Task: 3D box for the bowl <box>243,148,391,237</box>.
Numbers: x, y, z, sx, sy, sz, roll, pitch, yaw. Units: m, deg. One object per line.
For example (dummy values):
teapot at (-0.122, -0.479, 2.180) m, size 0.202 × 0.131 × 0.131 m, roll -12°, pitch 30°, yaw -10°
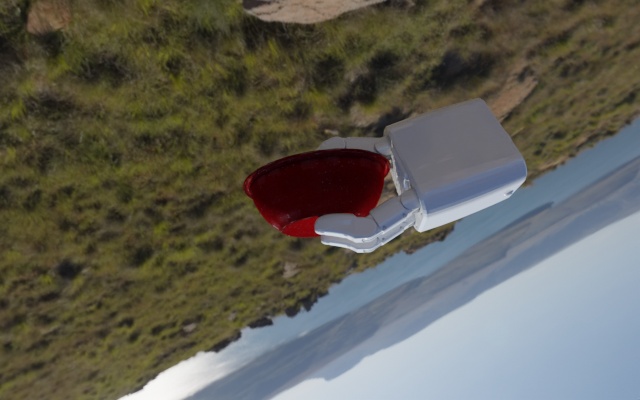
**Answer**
bowl at (-0.001, 0.002, 0.513) m, size 0.162 × 0.055 × 0.162 m, roll -8°, pitch -17°, yaw -2°
